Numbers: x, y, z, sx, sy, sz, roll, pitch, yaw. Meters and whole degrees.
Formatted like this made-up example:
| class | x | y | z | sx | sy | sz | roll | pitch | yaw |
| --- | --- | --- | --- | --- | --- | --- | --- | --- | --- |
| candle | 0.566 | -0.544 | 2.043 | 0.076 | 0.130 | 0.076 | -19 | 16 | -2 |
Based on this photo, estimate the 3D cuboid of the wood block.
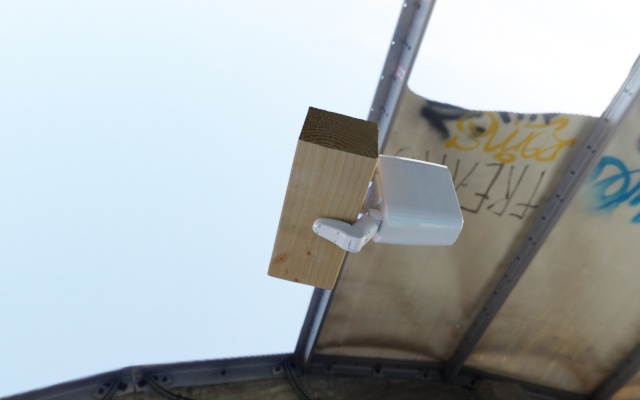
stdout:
| class | x | y | z | sx | sy | sz | roll | pitch | yaw |
| --- | --- | --- | --- | --- | --- | --- | --- | --- | --- |
| wood block | 0.000 | 0.002 | 0.595 | 0.090 | 0.206 | 0.090 | 14 | 35 | -3 |
